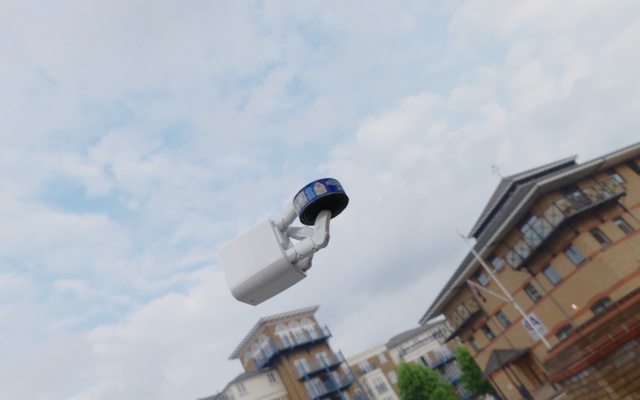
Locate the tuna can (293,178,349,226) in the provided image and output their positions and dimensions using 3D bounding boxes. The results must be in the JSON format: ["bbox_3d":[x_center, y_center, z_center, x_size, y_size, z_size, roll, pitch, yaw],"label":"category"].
[{"bbox_3d":[0.000,0.002,0.760,0.086,0.033,0.086,-20,-29,-12],"label":"tuna can"}]
